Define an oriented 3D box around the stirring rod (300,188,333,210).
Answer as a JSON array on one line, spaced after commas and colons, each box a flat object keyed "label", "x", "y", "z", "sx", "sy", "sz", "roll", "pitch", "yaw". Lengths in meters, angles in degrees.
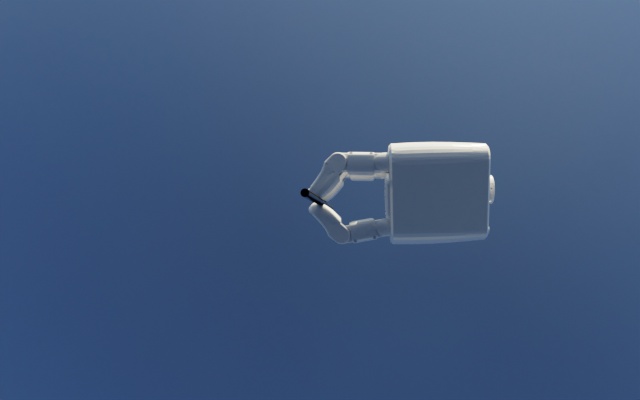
[{"label": "stirring rod", "x": 0.000, "y": 0.002, "z": 0.547, "sx": 0.011, "sy": 0.011, "sz": 0.239, "roll": 0, "pitch": -4, "yaw": 7}]
